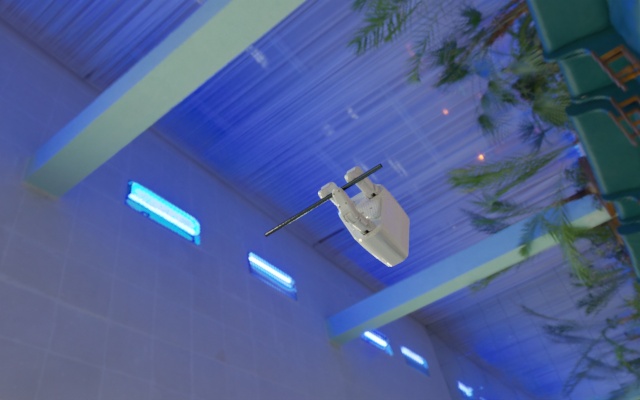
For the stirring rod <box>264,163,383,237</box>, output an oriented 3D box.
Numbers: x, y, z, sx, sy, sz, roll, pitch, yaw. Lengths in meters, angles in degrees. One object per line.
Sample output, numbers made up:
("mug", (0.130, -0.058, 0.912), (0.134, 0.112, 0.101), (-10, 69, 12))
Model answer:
("stirring rod", (0.000, 0.003, 0.801), (0.239, 0.011, 0.011), (-31, -12, 20))
